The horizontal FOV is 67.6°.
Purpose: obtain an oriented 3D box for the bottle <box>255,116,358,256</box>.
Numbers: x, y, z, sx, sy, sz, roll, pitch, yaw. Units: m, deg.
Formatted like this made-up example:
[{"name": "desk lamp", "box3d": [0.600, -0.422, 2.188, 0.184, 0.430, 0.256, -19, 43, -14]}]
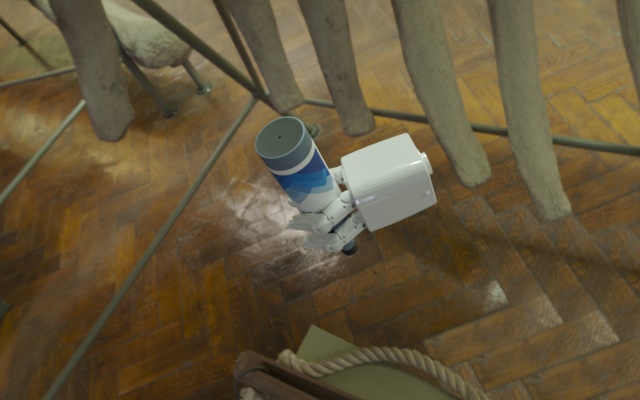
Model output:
[{"name": "bottle", "box3d": [0.000, 0.002, 0.690, 0.069, 0.069, 0.296, 0, -32, 24]}]
